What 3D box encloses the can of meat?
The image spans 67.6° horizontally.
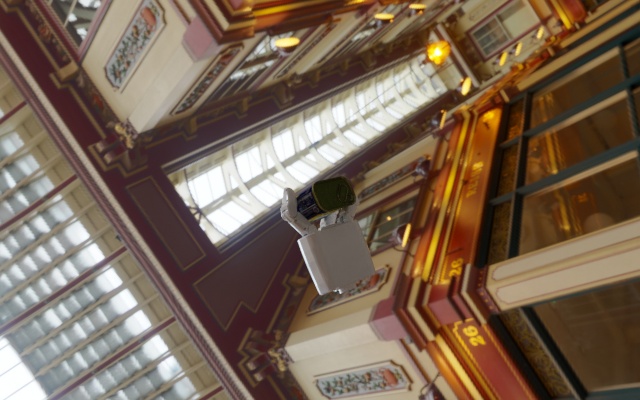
[{"bbox_3d":[0.000,0.003,0.871,0.102,0.057,0.084,-15,-12,-47],"label":"can of meat"}]
